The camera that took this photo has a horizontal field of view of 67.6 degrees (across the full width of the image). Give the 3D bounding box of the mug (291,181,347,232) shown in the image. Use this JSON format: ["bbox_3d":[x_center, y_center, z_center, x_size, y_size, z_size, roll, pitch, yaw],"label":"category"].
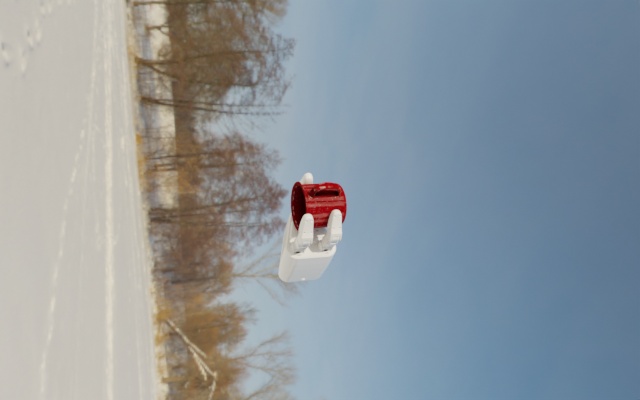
[{"bbox_3d":[0.001,0.002,0.871,0.081,0.093,0.117,-3,-33,-20],"label":"mug"}]
